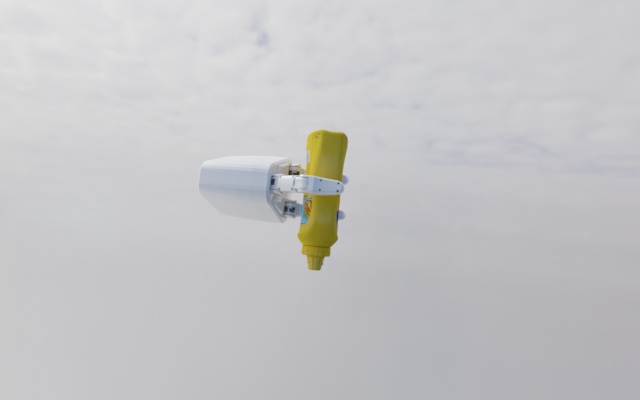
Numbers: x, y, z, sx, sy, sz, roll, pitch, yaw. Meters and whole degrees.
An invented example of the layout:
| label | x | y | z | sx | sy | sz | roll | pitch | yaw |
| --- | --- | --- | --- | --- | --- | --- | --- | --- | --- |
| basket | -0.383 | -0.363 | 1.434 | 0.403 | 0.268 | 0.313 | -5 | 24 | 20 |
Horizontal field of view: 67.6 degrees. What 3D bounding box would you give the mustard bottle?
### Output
| label | x | y | z | sx | sy | sz | roll | pitch | yaw |
| --- | --- | --- | --- | --- | --- | --- | --- | --- | --- |
| mustard bottle | 0.000 | 0.002 | 0.675 | 0.058 | 0.191 | 0.096 | 7 | -5 | -10 |
